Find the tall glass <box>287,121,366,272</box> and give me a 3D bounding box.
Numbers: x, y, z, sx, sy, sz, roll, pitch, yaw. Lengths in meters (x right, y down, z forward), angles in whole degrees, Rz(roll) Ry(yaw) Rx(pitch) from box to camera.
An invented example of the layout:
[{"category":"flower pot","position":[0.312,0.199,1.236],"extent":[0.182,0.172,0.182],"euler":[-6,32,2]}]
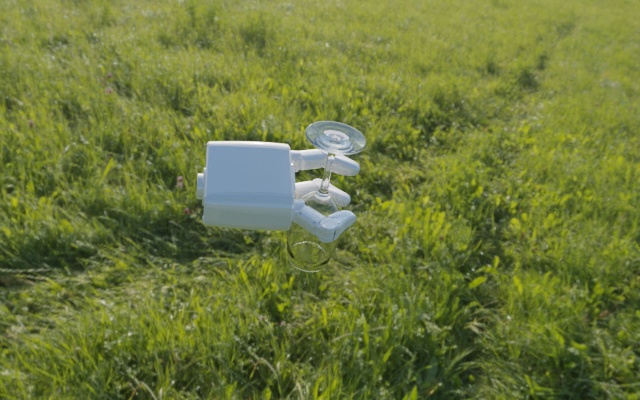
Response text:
[{"category":"tall glass","position":[0.000,0.002,0.626],"extent":[0.079,0.201,0.079],"euler":[8,37,-6]}]
